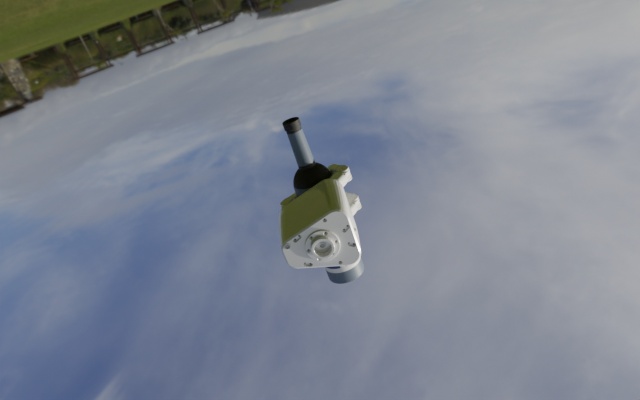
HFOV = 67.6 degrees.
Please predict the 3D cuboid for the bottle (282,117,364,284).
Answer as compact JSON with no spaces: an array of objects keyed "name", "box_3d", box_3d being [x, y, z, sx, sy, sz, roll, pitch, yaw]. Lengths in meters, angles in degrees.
[{"name":"bottle","box_3d":[0.000,0.003,0.794,0.069,0.296,0.069,-17,25,8]}]
